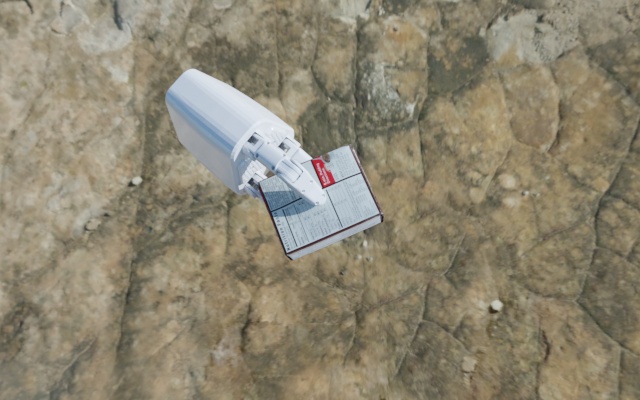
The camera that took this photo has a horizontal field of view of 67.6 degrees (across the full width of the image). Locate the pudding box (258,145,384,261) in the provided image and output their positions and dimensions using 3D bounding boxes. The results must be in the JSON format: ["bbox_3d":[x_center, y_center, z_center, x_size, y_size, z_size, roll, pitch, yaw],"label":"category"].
[{"bbox_3d":[0.000,0.002,0.516,0.113,0.090,0.039,-23,-16,2],"label":"pudding box"}]
